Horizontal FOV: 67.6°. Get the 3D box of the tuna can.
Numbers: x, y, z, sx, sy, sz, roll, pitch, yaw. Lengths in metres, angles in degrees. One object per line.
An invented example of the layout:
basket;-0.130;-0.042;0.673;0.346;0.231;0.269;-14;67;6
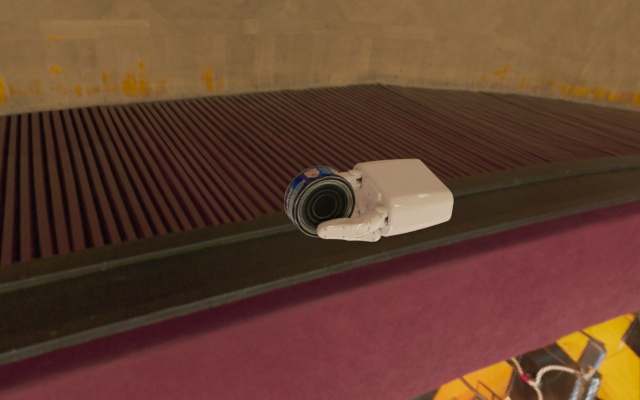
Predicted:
tuna can;0.000;0.002;0.594;0.086;0.086;0.033;0;25;-26
